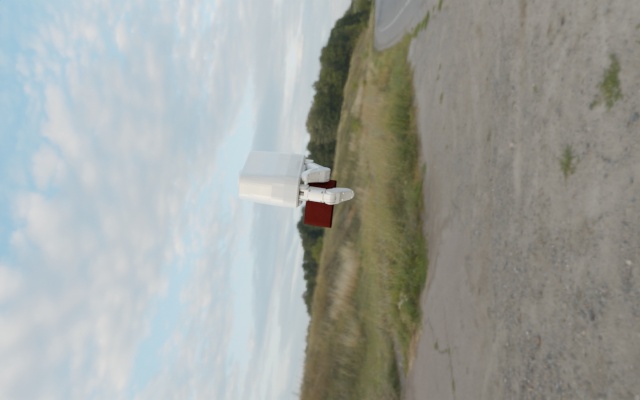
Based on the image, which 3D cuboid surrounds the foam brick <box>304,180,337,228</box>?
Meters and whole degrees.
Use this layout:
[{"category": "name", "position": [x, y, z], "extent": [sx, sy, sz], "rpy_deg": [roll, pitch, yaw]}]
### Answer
[{"category": "foam brick", "position": [0.000, 0.003, 0.877], "extent": [0.051, 0.078, 0.053], "rpy_deg": [6, 19, 2]}]
